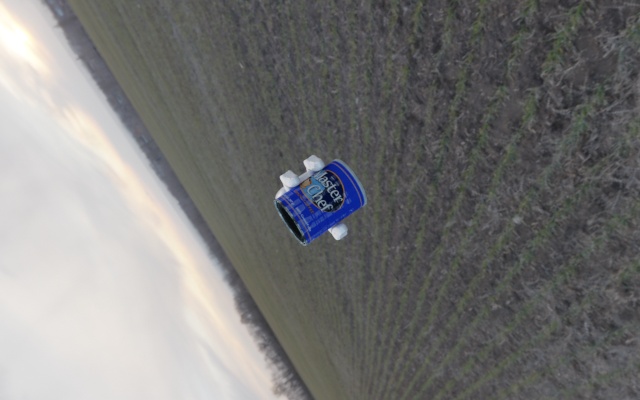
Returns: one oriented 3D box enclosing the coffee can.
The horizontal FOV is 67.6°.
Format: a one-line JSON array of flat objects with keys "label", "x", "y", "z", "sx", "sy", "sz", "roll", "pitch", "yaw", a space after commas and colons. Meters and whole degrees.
[{"label": "coffee can", "x": 0.000, "y": 0.003, "z": 0.881, "sx": 0.140, "sy": 0.103, "sz": 0.103, "roll": -34, "pitch": 9, "yaw": -14}]
